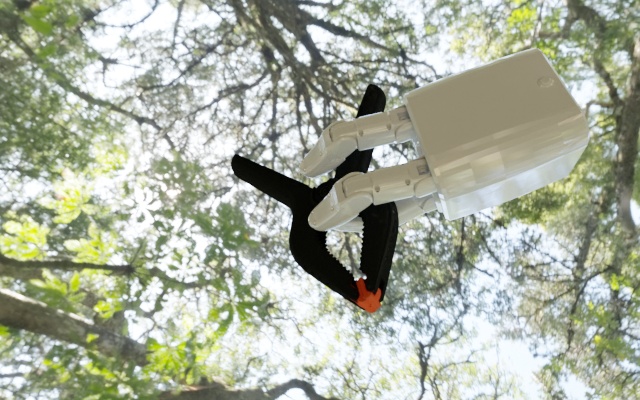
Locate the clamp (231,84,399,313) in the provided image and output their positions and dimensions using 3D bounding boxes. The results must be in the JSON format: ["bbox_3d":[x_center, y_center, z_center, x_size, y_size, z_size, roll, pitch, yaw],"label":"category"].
[{"bbox_3d":[0.001,0.002,0.415,0.164,0.209,0.036,-21,-36,14],"label":"clamp"}]
